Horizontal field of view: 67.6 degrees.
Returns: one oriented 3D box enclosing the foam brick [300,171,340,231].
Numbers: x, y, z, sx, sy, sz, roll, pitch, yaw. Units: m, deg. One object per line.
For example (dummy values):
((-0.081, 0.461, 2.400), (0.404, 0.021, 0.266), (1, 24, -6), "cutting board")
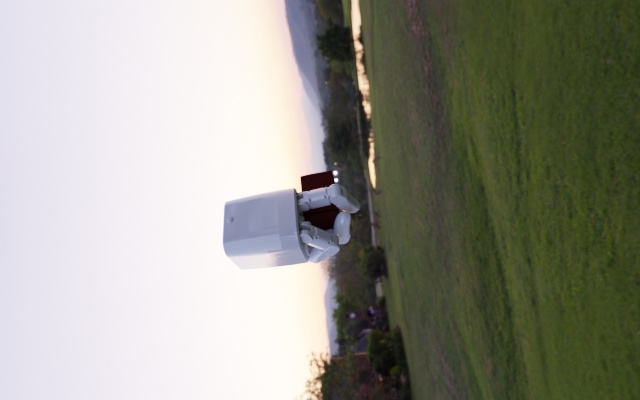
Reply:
((0.000, 0.002, 0.722), (0.051, 0.078, 0.053), (-10, -39, 4), "foam brick")
